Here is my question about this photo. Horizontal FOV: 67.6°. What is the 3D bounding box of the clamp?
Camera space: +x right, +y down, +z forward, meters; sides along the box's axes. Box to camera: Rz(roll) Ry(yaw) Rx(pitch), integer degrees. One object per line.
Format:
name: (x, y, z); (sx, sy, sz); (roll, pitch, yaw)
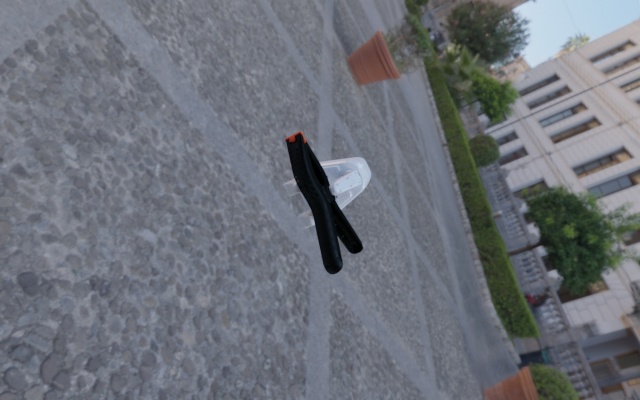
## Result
clamp: (0.001, 0.001, 0.684); (0.036, 0.210, 0.164); (-24, 4, 15)
